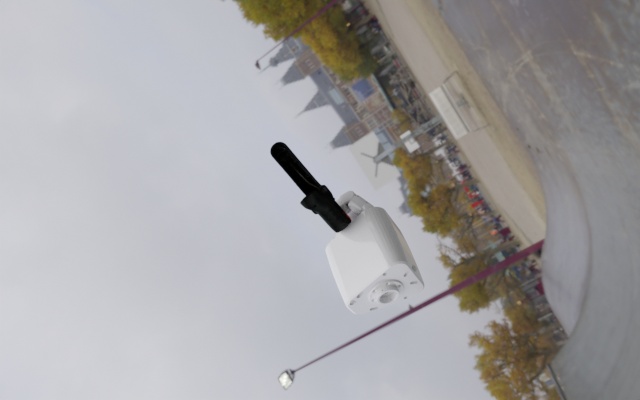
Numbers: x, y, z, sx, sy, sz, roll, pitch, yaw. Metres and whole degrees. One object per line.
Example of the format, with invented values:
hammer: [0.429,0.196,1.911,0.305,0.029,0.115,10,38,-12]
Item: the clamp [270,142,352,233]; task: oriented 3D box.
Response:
clamp: [0.000,0.002,0.647,0.039,0.120,0.171,-36,-48,12]
